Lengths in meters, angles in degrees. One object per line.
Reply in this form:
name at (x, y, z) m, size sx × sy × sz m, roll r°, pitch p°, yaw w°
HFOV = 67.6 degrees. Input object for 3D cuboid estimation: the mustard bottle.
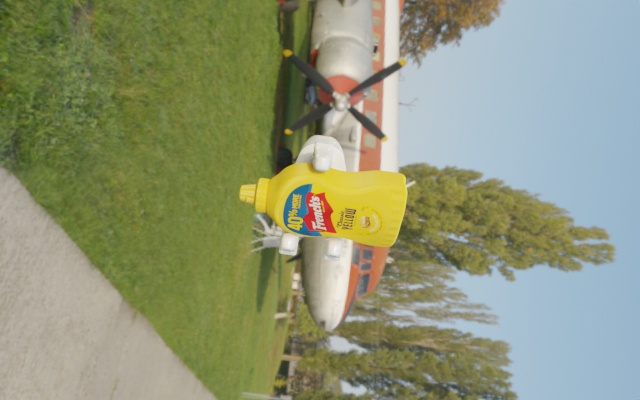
mustard bottle at (0.000, 0.002, 0.569) m, size 0.191 × 0.096 × 0.058 m, roll 7°, pitch 41°, yaw -1°
